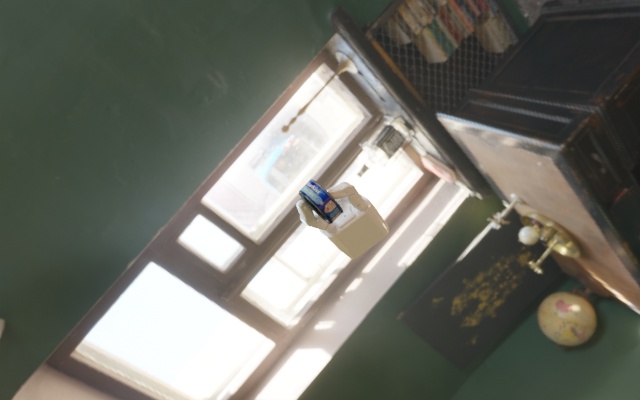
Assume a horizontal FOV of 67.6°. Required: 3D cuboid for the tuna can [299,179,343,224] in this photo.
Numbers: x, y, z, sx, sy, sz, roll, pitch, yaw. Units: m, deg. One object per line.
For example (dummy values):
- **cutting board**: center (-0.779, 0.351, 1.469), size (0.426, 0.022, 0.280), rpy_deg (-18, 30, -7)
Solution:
- **tuna can**: center (0.000, 0.003, 0.869), size (0.086, 0.034, 0.086), rpy_deg (44, -7, 7)
